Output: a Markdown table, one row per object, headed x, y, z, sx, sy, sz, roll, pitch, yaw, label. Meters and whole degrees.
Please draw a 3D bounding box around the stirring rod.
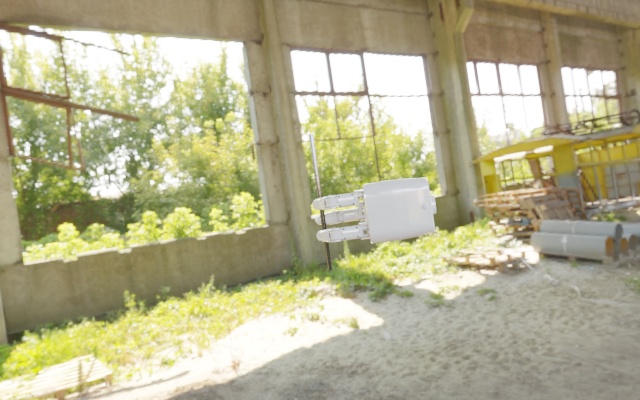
| x | y | z | sx | sy | sz | roll | pitch | yaw | label |
| --- | --- | --- | --- | --- | --- | --- | --- | --- | --- |
| 0.000 | 0.003 | 0.835 | 0.011 | 0.239 | 0.011 | -8 | -1 | 0 | stirring rod |
